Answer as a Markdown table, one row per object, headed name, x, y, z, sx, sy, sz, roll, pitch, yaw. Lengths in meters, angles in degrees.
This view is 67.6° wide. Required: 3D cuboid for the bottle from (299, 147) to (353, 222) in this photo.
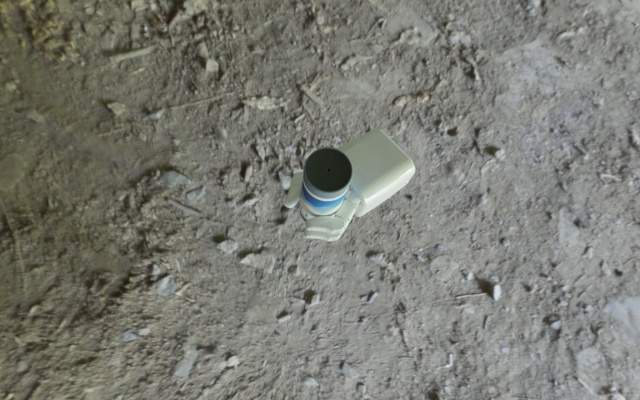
| name | x | y | z | sx | sy | sz | roll | pitch | yaw |
| --- | --- | --- | --- | --- | --- | --- | --- | --- | --- |
| bottle | 0.000 | 0.002 | 0.775 | 0.069 | 0.069 | 0.296 | 0 | -17 | -4 |
